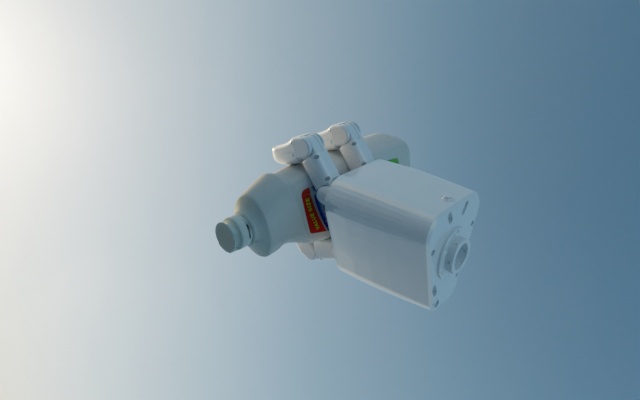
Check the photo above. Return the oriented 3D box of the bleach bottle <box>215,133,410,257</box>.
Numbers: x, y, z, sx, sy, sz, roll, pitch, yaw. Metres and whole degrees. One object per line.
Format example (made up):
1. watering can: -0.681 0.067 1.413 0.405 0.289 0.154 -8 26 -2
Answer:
1. bleach bottle: 0.000 0.002 0.504 0.068 0.103 0.250 22 32 37
